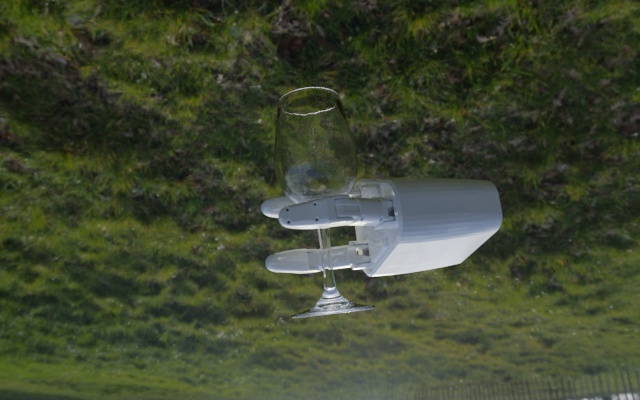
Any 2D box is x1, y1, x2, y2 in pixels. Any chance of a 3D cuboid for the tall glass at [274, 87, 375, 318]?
[{"bbox_3d":[0.000,0.002,0.438,0.079,0.201,0.079,-6,-13,-1],"label":"tall glass"}]
